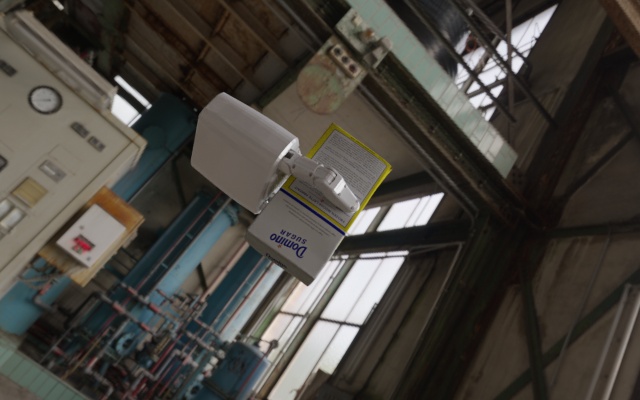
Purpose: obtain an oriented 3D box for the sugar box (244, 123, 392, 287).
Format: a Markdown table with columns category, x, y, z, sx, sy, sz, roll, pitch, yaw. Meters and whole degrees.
| category | x | y | z | sx | sy | sz | roll | pitch | yaw |
| --- | --- | --- | --- | --- | --- | --- | --- | --- | --- |
| sugar box | 0.000 | 0.002 | 0.557 | 0.093 | 0.176 | 0.048 | 36 | -23 | 3 |
